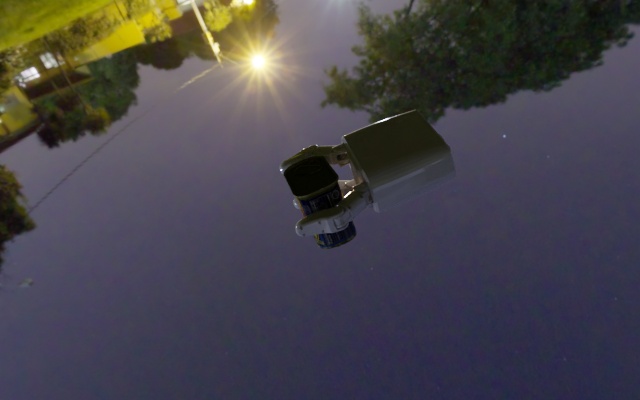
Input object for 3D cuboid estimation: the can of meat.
[{"bbox_3d":[0.000,0.002,0.602,0.057,0.084,0.102,-24,28,-4],"label":"can of meat"}]
